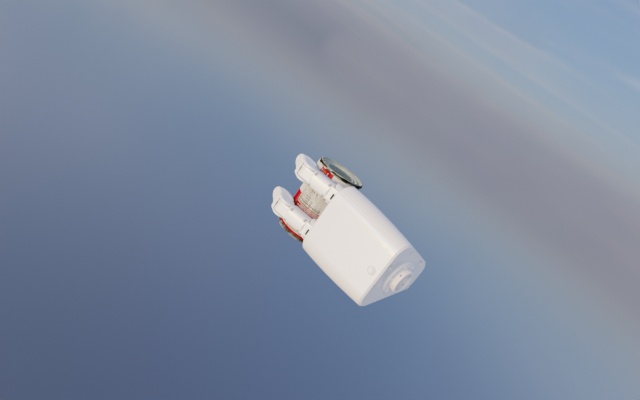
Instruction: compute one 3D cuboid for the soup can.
[{"bbox_3d":[0.000,0.002,0.630,0.068,0.102,0.068,32,16,-10],"label":"soup can"}]
